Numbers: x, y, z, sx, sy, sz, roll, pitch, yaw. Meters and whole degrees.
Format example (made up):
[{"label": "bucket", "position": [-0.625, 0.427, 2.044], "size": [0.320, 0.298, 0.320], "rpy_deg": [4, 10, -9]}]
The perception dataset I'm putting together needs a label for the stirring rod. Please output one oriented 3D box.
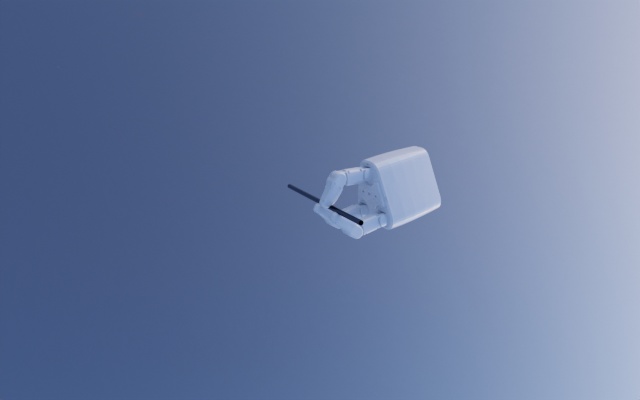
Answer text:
[{"label": "stirring rod", "position": [0.000, 0.002, 0.761], "size": [0.011, 0.011, 0.239], "rpy_deg": [0, 14, -29]}]
